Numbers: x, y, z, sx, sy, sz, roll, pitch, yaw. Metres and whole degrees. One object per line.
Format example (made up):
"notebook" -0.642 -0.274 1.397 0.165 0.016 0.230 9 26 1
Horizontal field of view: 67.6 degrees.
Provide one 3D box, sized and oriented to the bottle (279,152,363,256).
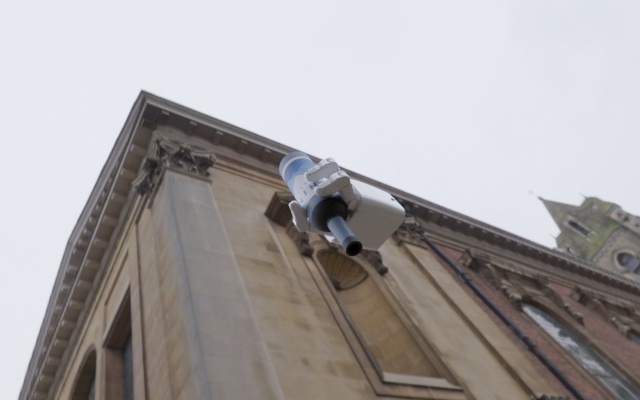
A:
"bottle" 0.000 0.003 0.829 0.069 0.069 0.295 0 28 -23
